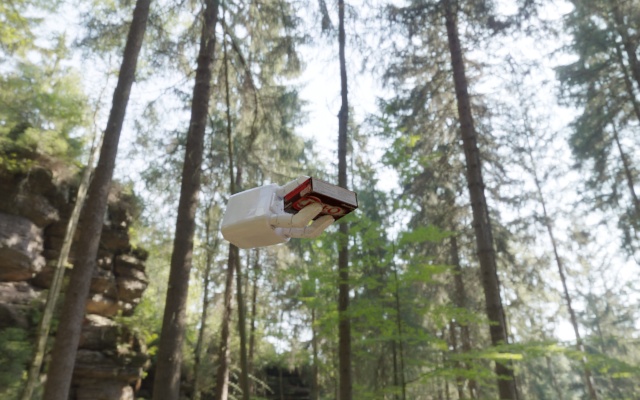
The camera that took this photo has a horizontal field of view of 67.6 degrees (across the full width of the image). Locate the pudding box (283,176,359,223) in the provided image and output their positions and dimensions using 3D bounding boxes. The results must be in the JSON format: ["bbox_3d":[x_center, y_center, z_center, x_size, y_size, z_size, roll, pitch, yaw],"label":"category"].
[{"bbox_3d":[0.000,0.003,0.895,0.113,0.039,0.090,16,-34,-35],"label":"pudding box"}]
